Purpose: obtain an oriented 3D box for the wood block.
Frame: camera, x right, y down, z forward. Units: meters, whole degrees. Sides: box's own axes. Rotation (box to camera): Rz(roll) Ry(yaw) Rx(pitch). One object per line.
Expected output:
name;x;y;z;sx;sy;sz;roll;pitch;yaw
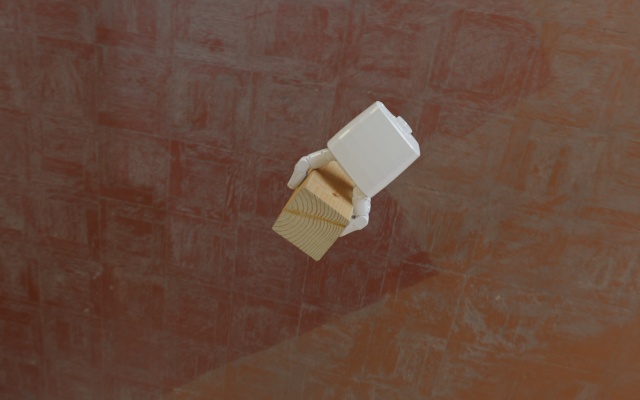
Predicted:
wood block;0.000;0.002;0.815;0.091;0.090;0.206;37;21;-5
